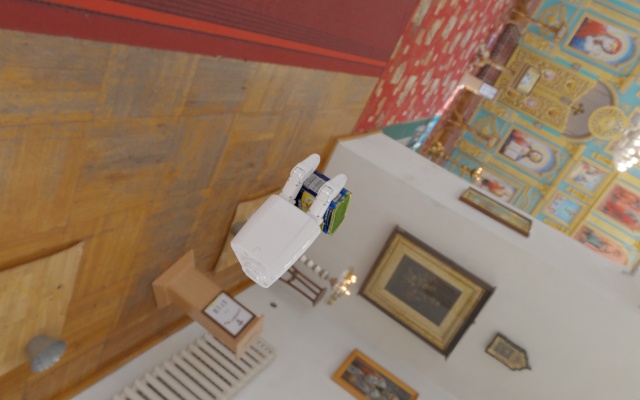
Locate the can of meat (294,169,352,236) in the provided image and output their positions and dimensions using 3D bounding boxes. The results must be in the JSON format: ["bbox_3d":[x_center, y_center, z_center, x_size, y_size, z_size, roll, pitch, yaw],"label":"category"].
[{"bbox_3d":[0.000,0.003,0.800,0.084,0.057,0.102,34,-31,15],"label":"can of meat"}]
